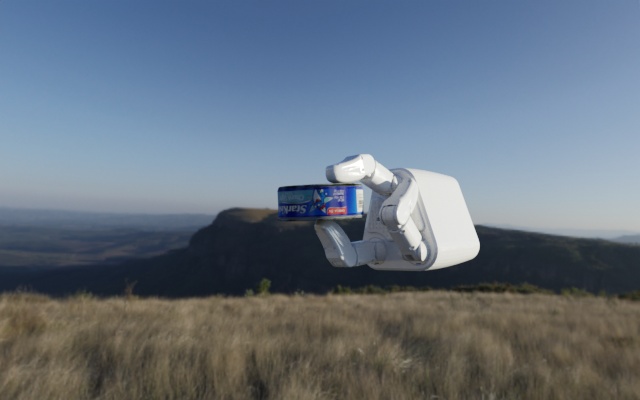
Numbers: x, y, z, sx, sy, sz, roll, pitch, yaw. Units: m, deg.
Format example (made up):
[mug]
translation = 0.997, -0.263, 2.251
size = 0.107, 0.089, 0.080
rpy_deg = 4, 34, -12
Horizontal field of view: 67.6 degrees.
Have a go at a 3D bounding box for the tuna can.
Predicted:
[tuna can]
translation = 0.000, 0.001, 0.473
size = 0.086, 0.034, 0.086
rpy_deg = -2, 0, 0
